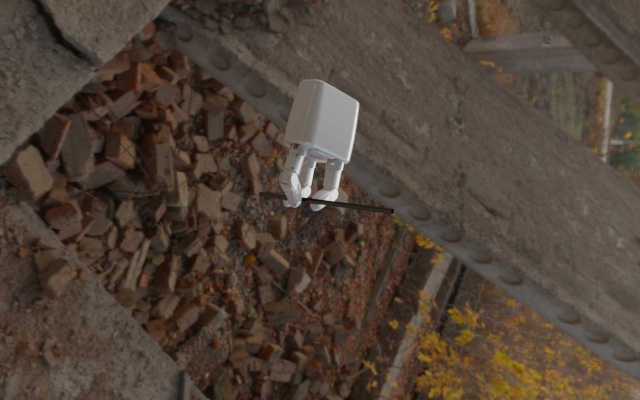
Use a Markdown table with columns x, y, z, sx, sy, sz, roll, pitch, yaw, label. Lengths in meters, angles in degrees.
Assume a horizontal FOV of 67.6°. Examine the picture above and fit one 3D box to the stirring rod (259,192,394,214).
| x | y | z | sx | sy | sz | roll | pitch | yaw | label |
| --- | --- | --- | --- | --- | --- | --- | --- | --- | --- |
| 0.000 | 0.002 | 0.732 | 0.239 | 0.011 | 0.011 | 7 | 4 | 32 | stirring rod |
